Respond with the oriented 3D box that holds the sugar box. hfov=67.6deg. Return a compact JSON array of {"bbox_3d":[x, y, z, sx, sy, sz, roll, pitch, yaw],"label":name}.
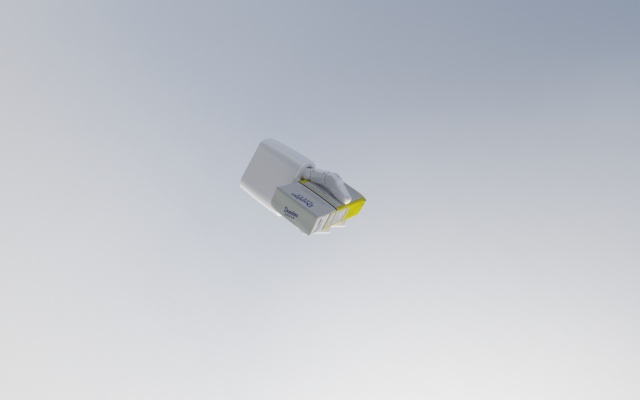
[{"bbox_3d":[0.000,0.003,0.850,0.093,0.048,0.176,37,29,22],"label":"sugar box"}]
